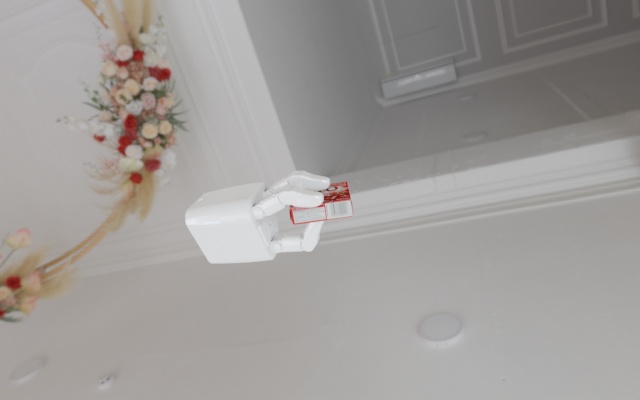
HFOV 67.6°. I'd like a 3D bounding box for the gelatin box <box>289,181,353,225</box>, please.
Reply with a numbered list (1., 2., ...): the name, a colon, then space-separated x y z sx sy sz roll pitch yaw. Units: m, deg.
1. gelatin box: 0.001 0.003 0.695 0.089 0.030 0.073 -8 22 2
